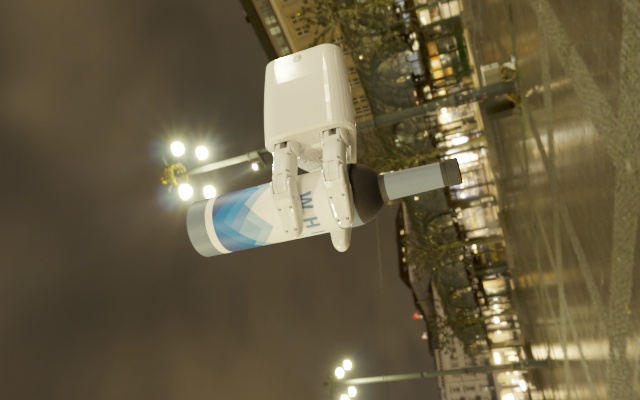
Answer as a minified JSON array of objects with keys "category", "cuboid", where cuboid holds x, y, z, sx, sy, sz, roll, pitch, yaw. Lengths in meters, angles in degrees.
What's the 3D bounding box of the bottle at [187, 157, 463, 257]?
[{"category":"bottle","cuboid":[0.000,0.002,0.512,0.296,0.069,0.069,-13,-4,18]}]
